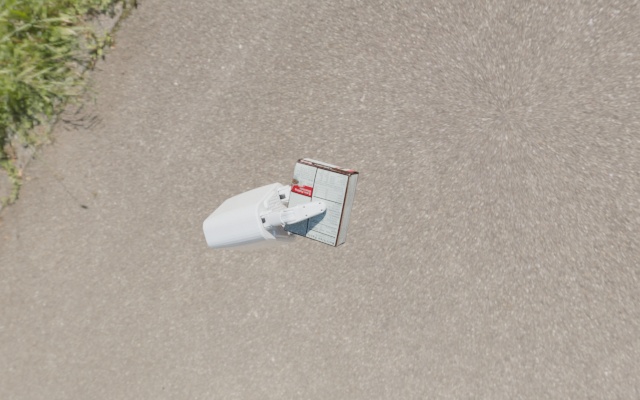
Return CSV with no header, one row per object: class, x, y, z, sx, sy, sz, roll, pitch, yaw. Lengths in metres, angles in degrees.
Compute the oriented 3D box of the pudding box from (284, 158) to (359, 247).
pudding box,0.000,0.002,0.699,0.090,0.113,0.039,16,17,21
